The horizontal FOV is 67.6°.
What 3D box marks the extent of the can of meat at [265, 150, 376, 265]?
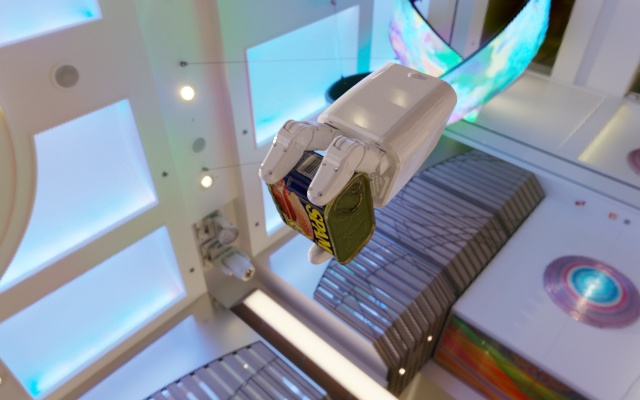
[{"bbox_3d":[0.000,0.001,0.455,0.084,0.057,0.102,31,-26,31],"label":"can of meat"}]
